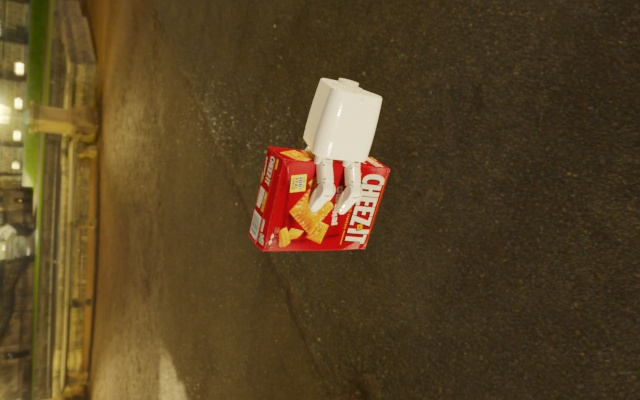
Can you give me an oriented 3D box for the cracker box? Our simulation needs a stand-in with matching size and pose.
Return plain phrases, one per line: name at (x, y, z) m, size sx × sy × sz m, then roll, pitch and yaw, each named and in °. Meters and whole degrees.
cracker box at (0.000, 0.003, 0.818) m, size 0.214 × 0.164 × 0.072 m, roll 3°, pitch 23°, yaw -32°
